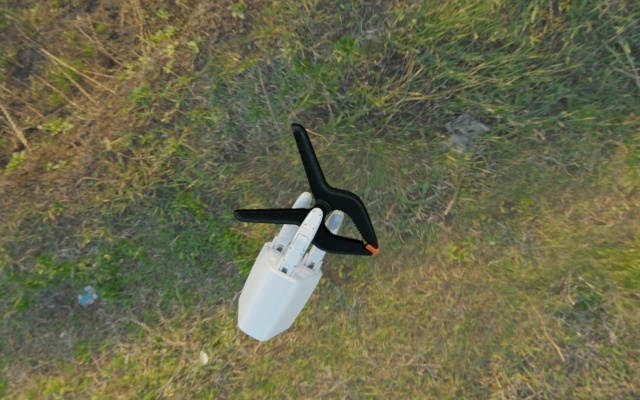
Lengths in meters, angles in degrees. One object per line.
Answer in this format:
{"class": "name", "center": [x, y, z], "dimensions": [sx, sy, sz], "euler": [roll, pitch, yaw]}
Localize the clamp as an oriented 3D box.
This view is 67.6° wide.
{"class": "clamp", "center": [0.000, 0.003, 0.675], "dimensions": [0.210, 0.164, 0.036], "euler": [29, 13, 2]}
